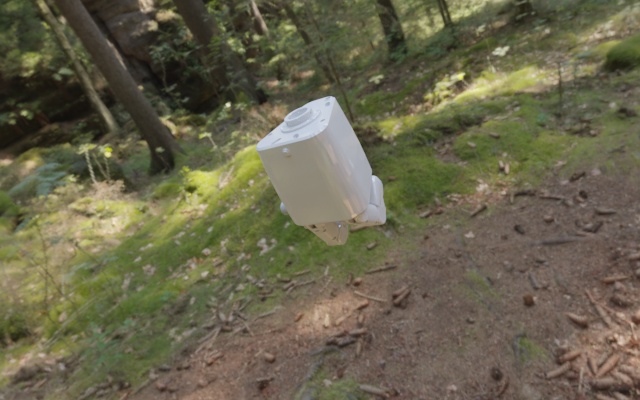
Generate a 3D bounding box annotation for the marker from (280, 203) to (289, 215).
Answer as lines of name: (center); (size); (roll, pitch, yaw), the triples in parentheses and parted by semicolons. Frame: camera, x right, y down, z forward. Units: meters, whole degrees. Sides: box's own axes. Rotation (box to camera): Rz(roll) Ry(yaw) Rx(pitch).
marker: (0.000, 0.002, 0.625); (0.121, 0.020, 0.020); (-9, -5, 33)
